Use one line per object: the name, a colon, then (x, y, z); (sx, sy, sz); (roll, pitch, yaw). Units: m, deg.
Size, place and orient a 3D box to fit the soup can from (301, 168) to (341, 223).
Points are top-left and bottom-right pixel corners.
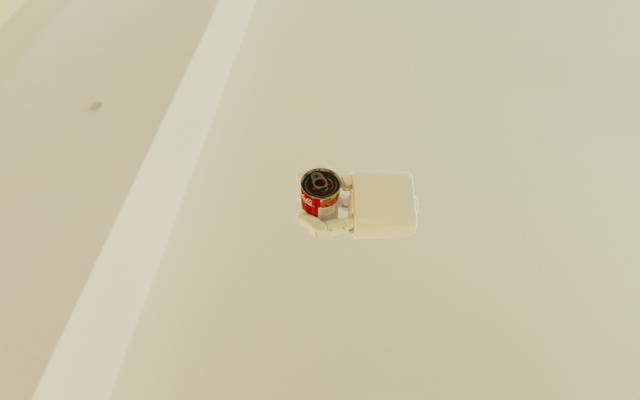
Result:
soup can: (0.000, 0.003, 0.829); (0.068, 0.068, 0.102); (0, -40, -1)
